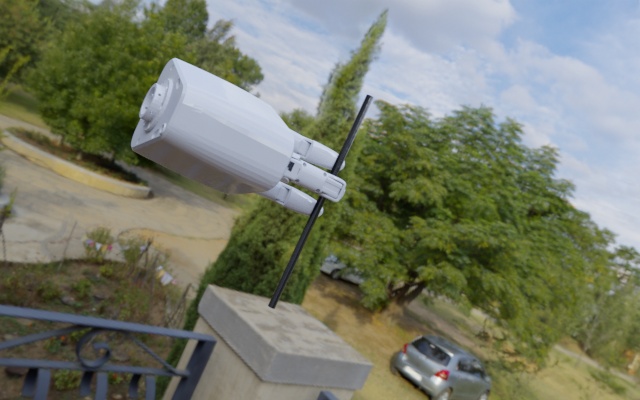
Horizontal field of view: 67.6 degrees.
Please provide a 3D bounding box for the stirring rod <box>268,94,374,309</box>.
[{"bbox_3d":[0.000,0.002,0.493,0.011,0.239,0.011,25,1,0],"label":"stirring rod"}]
